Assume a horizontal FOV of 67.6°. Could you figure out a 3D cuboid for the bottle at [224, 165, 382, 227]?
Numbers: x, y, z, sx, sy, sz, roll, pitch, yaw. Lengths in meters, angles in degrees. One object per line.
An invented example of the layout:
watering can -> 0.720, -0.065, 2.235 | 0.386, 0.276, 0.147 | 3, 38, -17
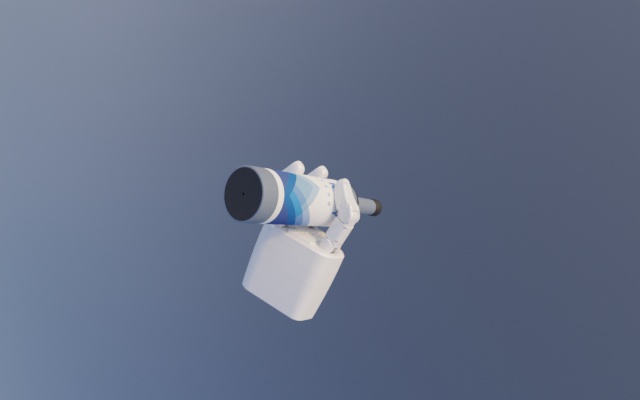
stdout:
bottle -> 0.000, 0.002, 0.659 | 0.069, 0.069, 0.296 | 0, -4, 37
